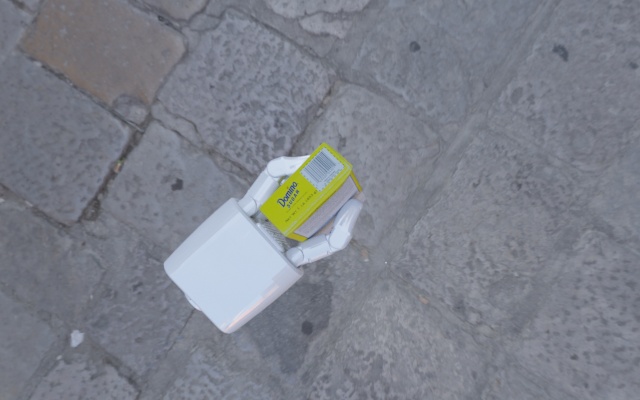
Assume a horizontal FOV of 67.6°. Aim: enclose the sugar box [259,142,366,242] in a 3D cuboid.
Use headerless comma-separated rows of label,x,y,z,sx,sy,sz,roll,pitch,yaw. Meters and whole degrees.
sugar box,0.000,0.001,0.533,0.048,0.093,0.176,45,0,11
